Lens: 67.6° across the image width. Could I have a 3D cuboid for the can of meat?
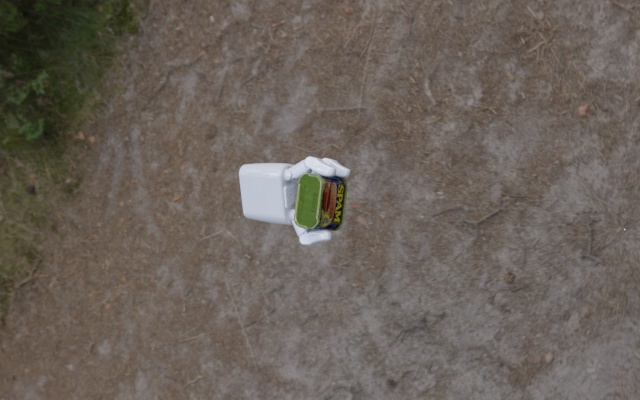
[{"bbox_3d":[0.000,0.003,0.855,0.057,0.102,0.084,8,1,33],"label":"can of meat"}]
